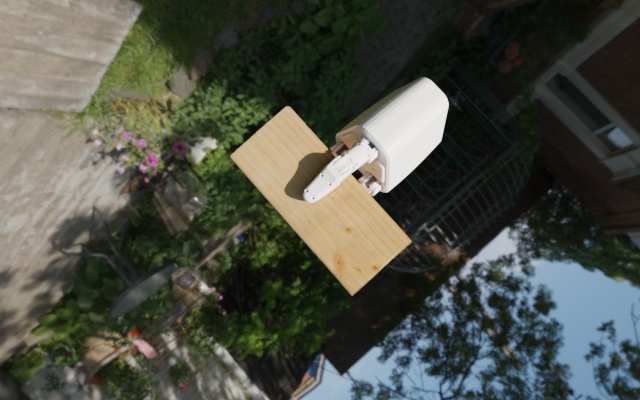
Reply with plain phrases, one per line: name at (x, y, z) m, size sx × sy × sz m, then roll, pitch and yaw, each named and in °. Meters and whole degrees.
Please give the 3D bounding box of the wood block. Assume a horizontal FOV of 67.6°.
wood block at (0.000, 0.002, 0.567) m, size 0.090 × 0.206 × 0.091 m, roll -42°, pitch -6°, yaw -2°
